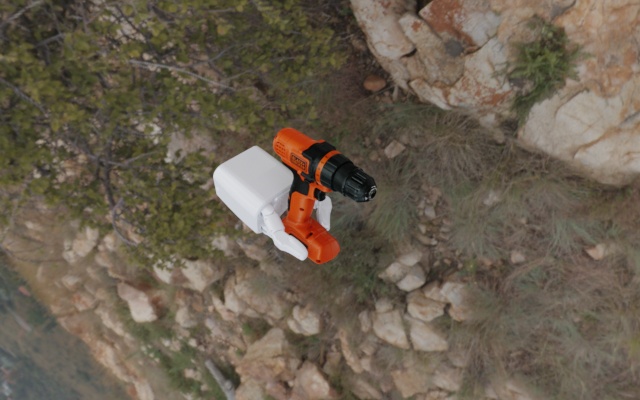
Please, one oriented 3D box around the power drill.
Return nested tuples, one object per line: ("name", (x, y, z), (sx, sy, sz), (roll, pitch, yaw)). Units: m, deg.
("power drill", (0.000, 0.003, 0.715), (0.057, 0.188, 0.184), (-26, 47, -36))
